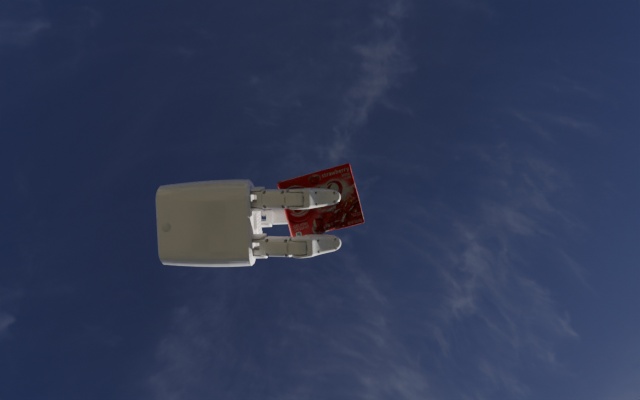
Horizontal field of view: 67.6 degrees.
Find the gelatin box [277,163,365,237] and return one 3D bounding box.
[{"bbox_3d":[0.000,0.002,0.567,0.089,0.073,0.030,-15,4,-4],"label":"gelatin box"}]
